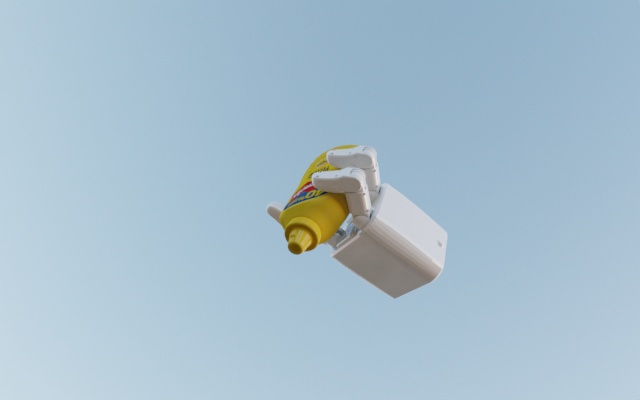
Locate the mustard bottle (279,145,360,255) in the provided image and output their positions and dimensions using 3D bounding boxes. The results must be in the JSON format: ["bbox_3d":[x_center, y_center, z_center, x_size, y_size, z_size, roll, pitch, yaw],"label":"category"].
[{"bbox_3d":[0.000,0.002,0.590,0.096,0.058,0.191,-20,24,29],"label":"mustard bottle"}]
